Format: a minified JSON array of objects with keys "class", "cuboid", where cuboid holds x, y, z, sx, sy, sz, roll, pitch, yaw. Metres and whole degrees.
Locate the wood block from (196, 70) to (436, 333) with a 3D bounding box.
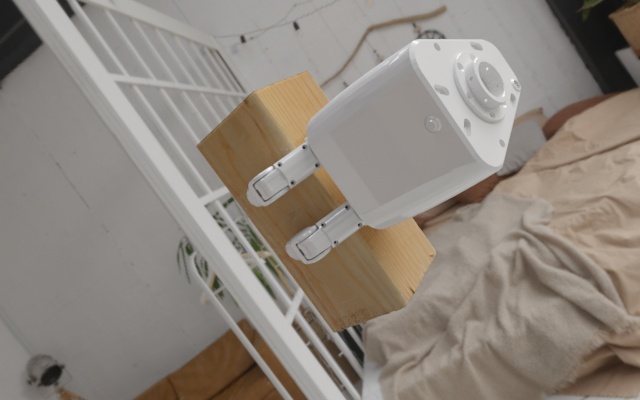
[{"class":"wood block","cuboid":[0.000,0.001,0.430,0.090,0.206,0.090,-32,5,38]}]
